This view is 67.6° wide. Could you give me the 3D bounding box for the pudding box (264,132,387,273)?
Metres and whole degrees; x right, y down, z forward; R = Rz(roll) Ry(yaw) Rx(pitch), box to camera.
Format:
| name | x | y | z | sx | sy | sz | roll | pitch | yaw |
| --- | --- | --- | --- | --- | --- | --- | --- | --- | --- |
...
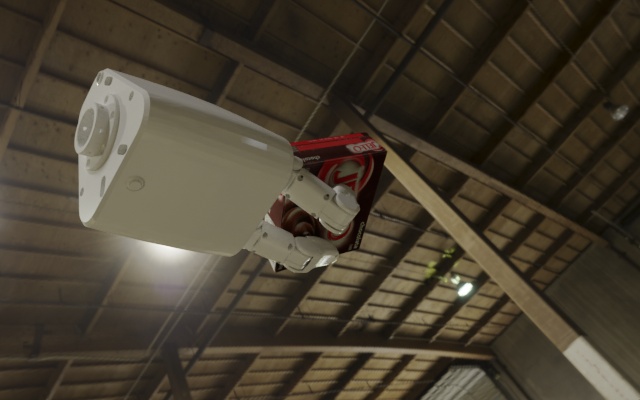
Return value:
| name | x | y | z | sx | sy | sz | roll | pitch | yaw |
| --- | --- | --- | --- | --- | --- | --- | --- | --- | --- |
| pudding box | 0.000 | 0.001 | 0.407 | 0.090 | 0.114 | 0.039 | -12 | 45 | -28 |
